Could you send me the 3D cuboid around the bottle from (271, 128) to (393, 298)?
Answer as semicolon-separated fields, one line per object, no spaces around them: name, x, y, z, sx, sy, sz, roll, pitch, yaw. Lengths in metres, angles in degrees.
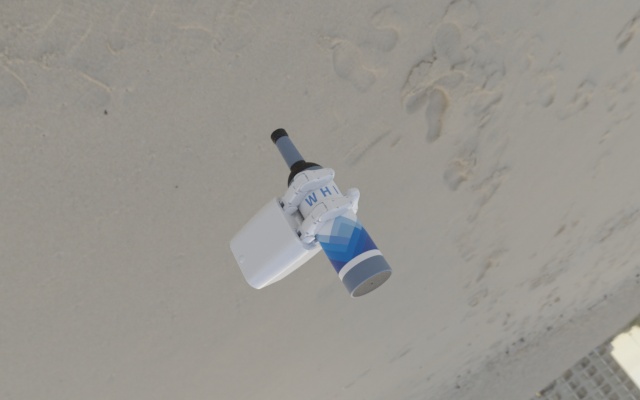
bottle;0.000;0.002;0.712;0.069;0.295;0.069;-25;-28;-14
